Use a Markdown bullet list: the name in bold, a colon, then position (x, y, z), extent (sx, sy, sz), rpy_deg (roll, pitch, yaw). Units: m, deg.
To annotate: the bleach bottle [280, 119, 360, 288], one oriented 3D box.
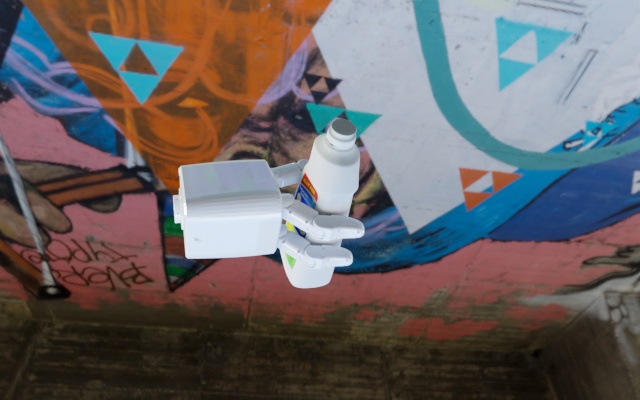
- **bleach bottle**: position (0.000, 0.002, 0.596), extent (0.068, 0.102, 0.251), rpy_deg (-3, -42, -17)
